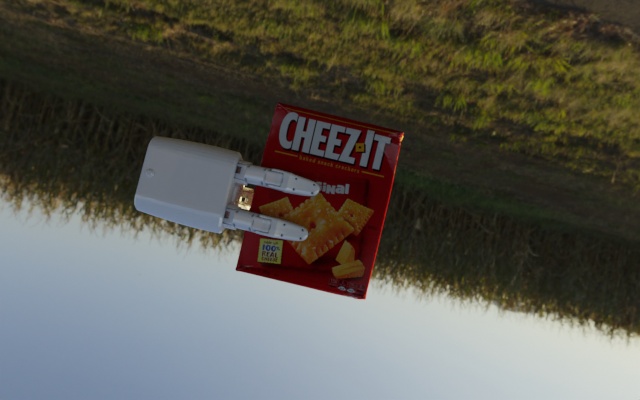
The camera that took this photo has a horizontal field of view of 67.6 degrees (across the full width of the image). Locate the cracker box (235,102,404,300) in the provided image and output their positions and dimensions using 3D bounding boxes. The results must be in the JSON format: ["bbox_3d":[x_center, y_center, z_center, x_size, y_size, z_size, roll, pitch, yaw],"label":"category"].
[{"bbox_3d":[0.000,0.002,0.602,0.164,0.213,0.072,13,-3,0],"label":"cracker box"}]
